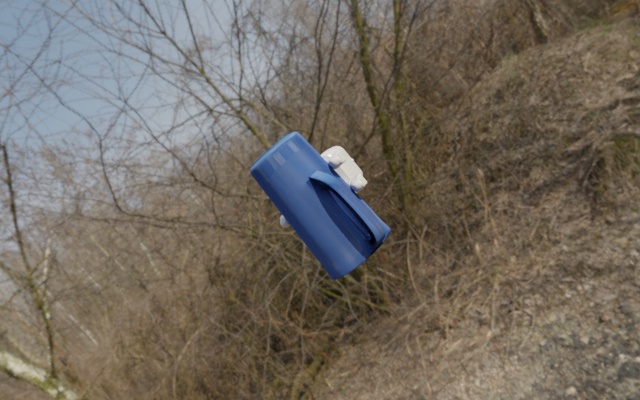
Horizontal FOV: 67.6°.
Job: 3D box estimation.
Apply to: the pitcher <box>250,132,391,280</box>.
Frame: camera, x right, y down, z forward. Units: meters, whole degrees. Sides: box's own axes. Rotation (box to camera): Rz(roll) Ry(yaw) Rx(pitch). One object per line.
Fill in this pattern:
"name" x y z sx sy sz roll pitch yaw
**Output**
"pitcher" 0.000 0.003 0.809 0.149 0.243 0.145 -39 5 21
